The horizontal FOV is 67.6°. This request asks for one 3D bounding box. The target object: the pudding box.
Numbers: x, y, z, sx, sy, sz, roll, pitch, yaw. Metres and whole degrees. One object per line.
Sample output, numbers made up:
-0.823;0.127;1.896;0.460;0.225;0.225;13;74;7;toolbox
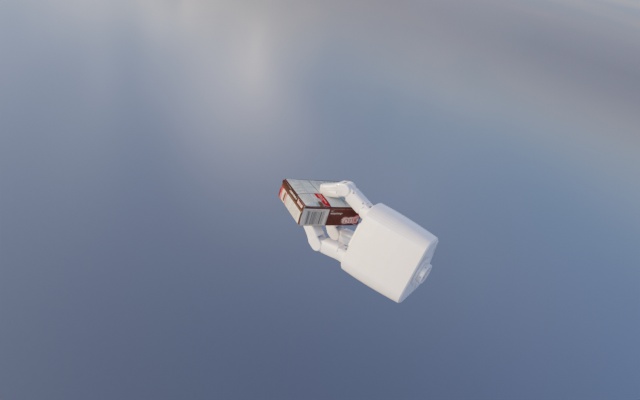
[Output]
0.000;0.002;0.782;0.113;0.039;0.090;3;30;-31;pudding box
